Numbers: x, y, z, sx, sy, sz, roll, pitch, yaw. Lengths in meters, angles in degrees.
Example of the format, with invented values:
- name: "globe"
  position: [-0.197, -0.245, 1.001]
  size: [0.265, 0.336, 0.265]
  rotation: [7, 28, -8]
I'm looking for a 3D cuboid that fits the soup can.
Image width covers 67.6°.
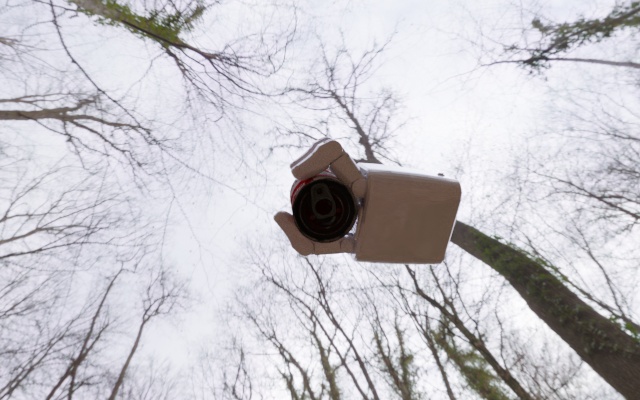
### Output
- name: "soup can"
  position: [0.000, 0.002, 0.537]
  size: [0.068, 0.068, 0.102]
  rotation: [0, 10, -6]
